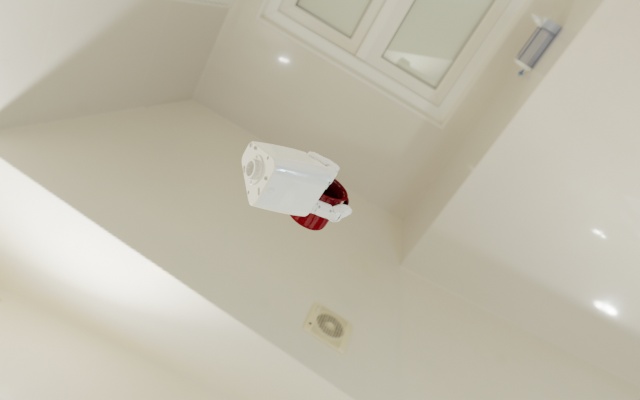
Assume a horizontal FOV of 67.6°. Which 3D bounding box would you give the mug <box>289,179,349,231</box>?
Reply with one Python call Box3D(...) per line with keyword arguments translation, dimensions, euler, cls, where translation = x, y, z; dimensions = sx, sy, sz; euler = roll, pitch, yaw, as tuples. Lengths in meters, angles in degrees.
Box3D(translation=(0.001, 0.003, 0.894), dimensions=(0.117, 0.081, 0.093), euler=(12, 32, -37), cls="mug")
